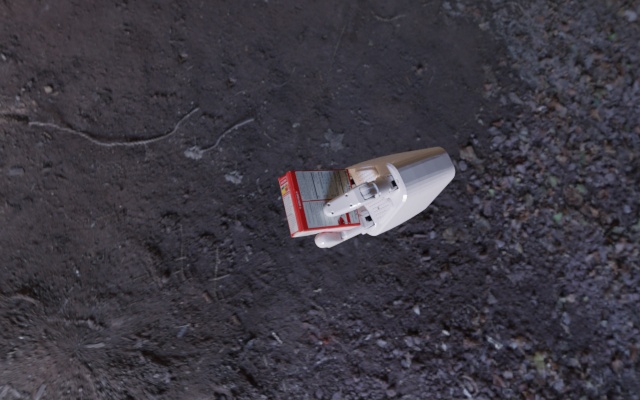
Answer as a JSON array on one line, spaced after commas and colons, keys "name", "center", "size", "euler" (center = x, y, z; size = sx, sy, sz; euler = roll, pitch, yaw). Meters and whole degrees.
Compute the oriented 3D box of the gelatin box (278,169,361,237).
[{"name": "gelatin box", "center": [0.000, 0.002, 0.568], "size": [0.089, 0.073, 0.030], "euler": [-4, -16, -36]}]
